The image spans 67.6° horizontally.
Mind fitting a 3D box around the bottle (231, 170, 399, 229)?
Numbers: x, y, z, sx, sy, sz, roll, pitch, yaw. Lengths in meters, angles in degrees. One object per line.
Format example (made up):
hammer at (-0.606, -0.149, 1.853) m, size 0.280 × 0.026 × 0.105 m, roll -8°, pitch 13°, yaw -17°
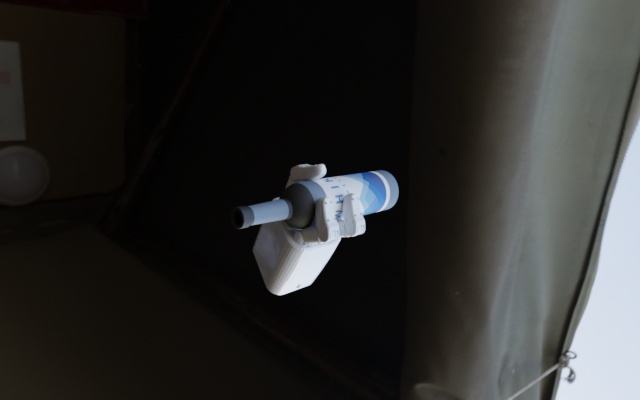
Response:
bottle at (0.000, 0.002, 0.690) m, size 0.069 × 0.069 × 0.295 m, roll 0°, pitch 8°, yaw 45°
